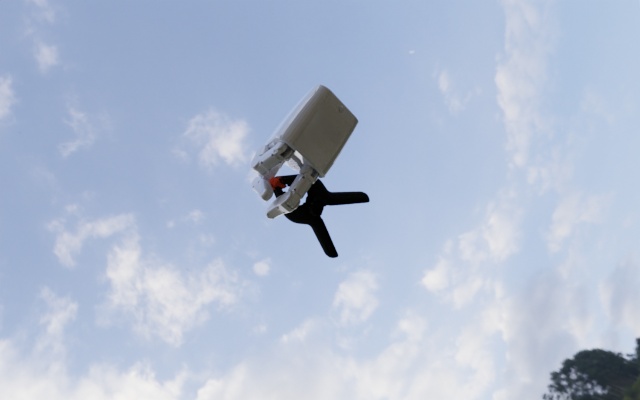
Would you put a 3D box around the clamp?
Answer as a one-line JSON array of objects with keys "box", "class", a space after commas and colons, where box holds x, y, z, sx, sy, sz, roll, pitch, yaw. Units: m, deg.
[{"box": [0.000, 0.002, 0.758, 0.171, 0.120, 0.039, 41, -13, -30], "class": "clamp"}]
